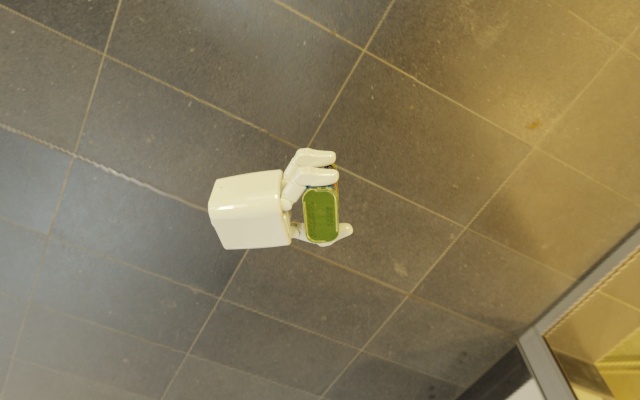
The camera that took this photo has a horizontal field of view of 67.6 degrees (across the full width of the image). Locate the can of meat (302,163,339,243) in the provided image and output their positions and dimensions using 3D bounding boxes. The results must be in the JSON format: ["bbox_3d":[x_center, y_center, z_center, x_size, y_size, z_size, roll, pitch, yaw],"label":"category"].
[{"bbox_3d":[0.000,0.003,0.730,0.057,0.102,0.084,-3,32,2],"label":"can of meat"}]
